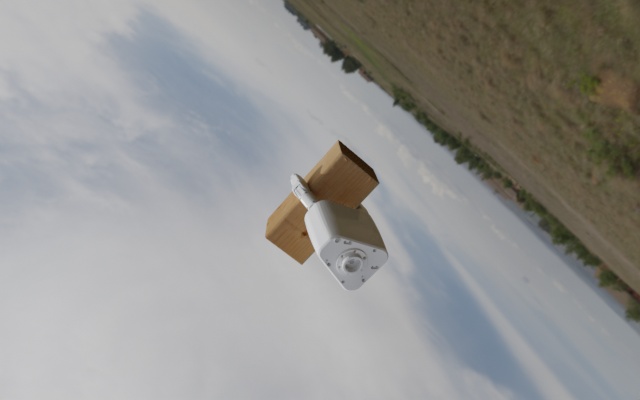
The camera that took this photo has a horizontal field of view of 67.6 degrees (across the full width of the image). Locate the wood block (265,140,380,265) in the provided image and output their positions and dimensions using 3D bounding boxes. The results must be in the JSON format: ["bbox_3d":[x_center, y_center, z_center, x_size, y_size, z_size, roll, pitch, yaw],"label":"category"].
[{"bbox_3d":[0.000,0.003,0.868,0.091,0.206,0.090,39,15,-15],"label":"wood block"}]
